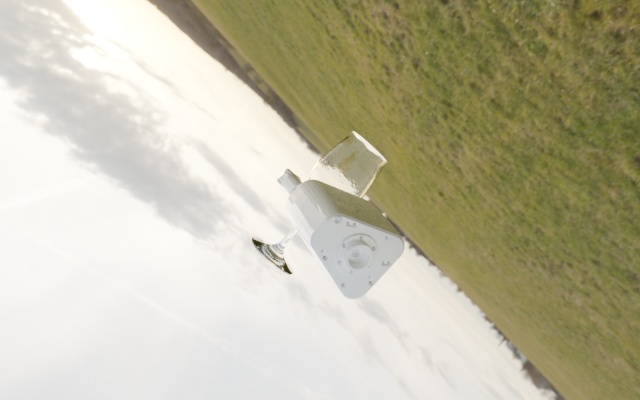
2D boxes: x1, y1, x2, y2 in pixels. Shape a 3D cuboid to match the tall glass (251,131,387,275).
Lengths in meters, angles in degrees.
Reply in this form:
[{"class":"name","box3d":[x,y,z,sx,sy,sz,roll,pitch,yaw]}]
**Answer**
[{"class":"tall glass","box3d":[0.000,0.003,0.642,0.079,0.201,0.079,41,5,-4]}]
